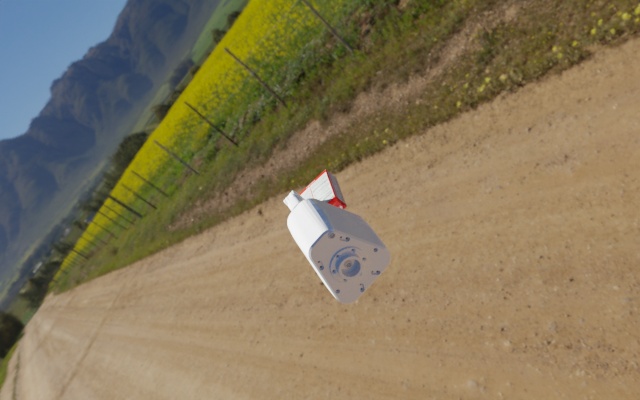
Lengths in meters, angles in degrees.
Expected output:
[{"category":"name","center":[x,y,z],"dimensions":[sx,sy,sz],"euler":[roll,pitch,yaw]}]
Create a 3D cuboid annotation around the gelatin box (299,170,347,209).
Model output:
[{"category":"gelatin box","center":[0.000,0.002,0.764],"dimensions":[0.030,0.073,0.089],"euler":[37,19,-30]}]
